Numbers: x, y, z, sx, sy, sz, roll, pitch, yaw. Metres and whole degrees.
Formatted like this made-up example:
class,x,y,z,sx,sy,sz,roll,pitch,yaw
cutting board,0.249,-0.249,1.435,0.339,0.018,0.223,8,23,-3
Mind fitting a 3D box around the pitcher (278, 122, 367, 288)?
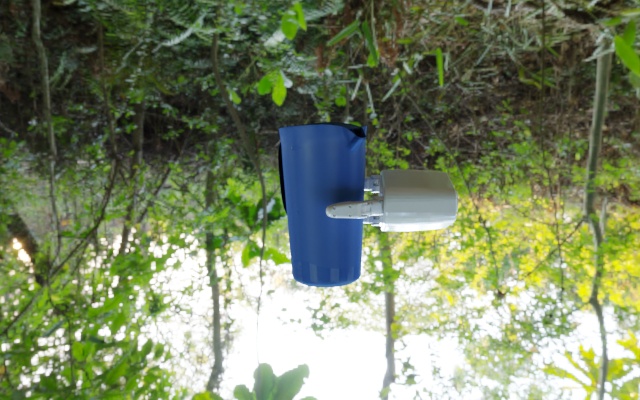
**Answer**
class,x,y,z,sx,sy,sz,roll,pitch,yaw
pitcher,0.000,0.002,0.740,0.145,0.243,0.149,-1,5,3
